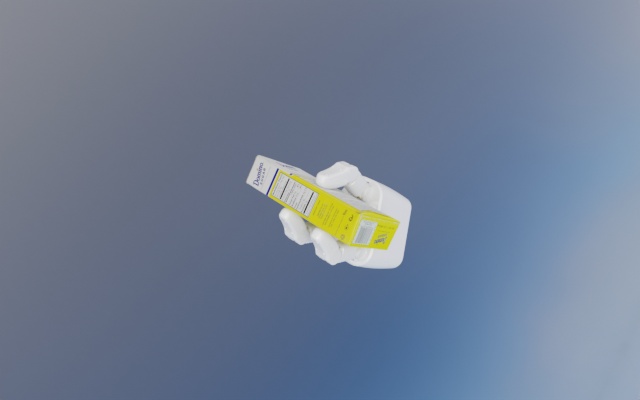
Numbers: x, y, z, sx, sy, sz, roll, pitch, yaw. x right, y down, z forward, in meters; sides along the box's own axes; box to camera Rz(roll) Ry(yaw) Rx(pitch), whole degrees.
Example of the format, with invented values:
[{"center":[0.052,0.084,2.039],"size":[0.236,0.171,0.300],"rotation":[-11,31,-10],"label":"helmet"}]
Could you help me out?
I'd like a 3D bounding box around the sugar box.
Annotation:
[{"center":[0.000,0.002,0.587],"size":[0.176,0.048,0.093],"rotation":[27,7,36],"label":"sugar box"}]
